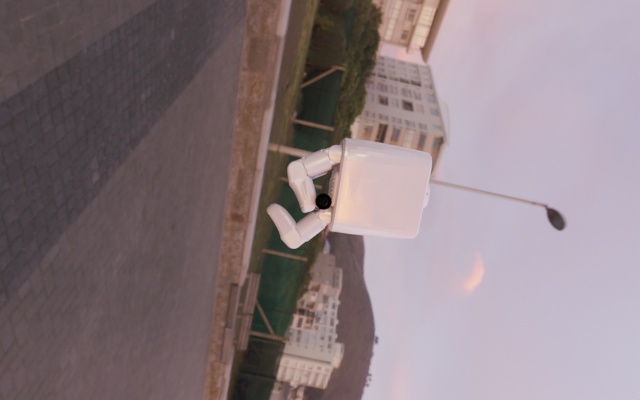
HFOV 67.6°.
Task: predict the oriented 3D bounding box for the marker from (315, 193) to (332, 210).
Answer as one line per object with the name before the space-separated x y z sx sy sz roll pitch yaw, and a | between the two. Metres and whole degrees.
marker | 0.000 0.002 0.590 0.020 0.020 0.121 0 -1 -4
